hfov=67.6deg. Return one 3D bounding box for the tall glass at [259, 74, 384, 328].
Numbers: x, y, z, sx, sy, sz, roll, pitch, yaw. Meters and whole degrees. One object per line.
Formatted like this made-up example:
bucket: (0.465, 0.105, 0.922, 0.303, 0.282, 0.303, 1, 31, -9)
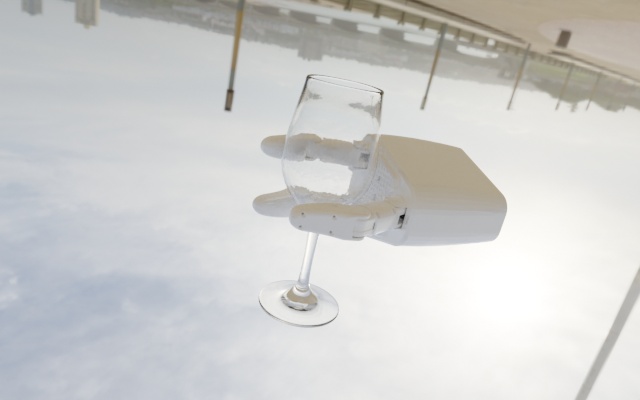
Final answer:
tall glass: (0.000, 0.002, 0.401, 0.079, 0.201, 0.079, 10, 20, -4)
